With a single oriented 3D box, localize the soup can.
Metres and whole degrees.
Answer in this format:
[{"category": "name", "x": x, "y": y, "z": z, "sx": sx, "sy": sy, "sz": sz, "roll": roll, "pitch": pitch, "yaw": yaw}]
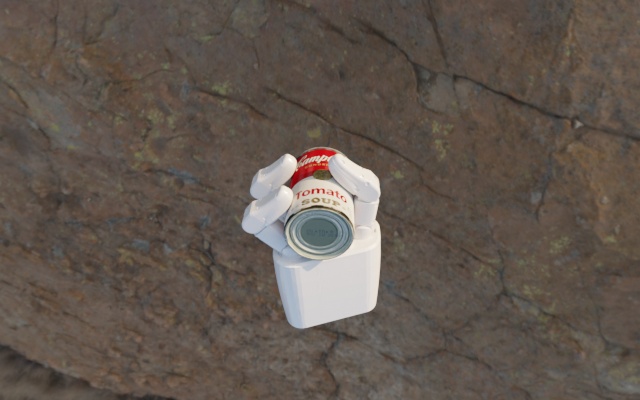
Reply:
[{"category": "soup can", "x": 0.000, "y": 0.001, "z": 0.480, "sx": 0.068, "sy": 0.069, "sz": 0.102, "roll": 0, "pitch": 38, "yaw": 2}]
